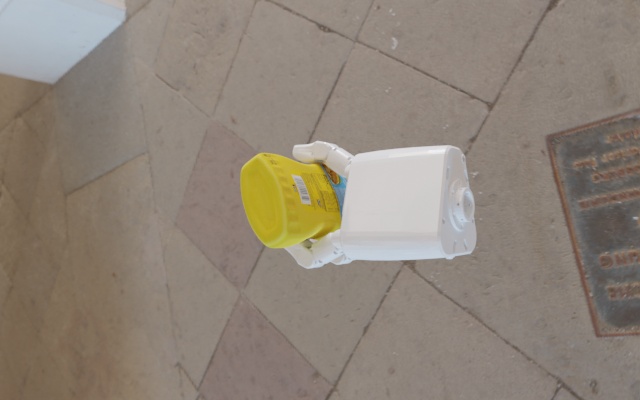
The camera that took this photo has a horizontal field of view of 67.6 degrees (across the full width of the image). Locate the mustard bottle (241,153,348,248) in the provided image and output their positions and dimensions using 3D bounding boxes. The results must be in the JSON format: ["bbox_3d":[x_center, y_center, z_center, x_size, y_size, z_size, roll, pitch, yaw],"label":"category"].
[{"bbox_3d":[0.000,0.002,0.546,0.058,0.096,0.191,-33,-21,32],"label":"mustard bottle"}]
